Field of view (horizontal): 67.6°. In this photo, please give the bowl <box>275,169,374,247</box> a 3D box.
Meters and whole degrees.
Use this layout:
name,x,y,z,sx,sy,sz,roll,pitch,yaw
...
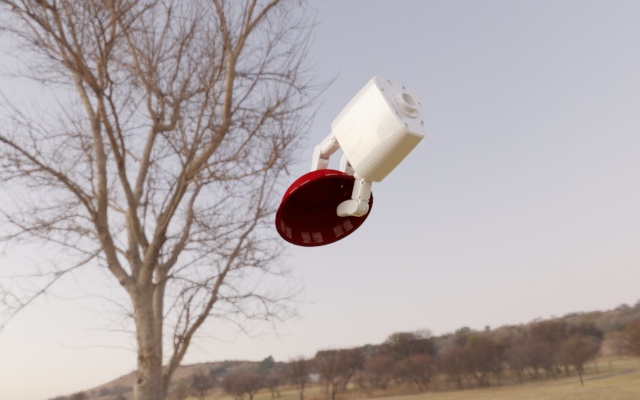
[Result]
name,x,y,z,sx,sy,sz,roll,pitch,yaw
bowl,-0.001,0.003,0.767,0.162,0.162,0.055,0,43,-23
